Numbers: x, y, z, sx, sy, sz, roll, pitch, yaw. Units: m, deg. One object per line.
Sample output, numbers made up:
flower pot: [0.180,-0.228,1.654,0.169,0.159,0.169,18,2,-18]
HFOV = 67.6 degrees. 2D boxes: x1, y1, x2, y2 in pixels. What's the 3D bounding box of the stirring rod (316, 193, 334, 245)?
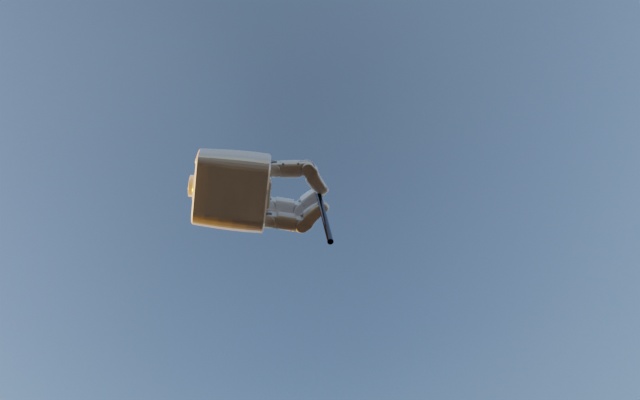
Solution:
stirring rod: [0.000,0.002,0.700,0.011,0.011,0.239,0,24,-6]
